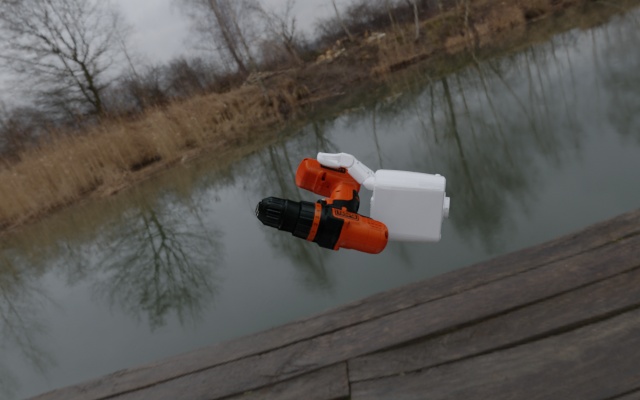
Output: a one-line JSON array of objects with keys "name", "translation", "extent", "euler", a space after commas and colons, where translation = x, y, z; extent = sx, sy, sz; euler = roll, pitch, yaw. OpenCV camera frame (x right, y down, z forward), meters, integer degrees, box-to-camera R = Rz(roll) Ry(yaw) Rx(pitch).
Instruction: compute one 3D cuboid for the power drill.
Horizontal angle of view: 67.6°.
[{"name": "power drill", "translation": [0.000, 0.002, 0.706], "extent": [0.184, 0.057, 0.187], "euler": [16, 27, -11]}]
